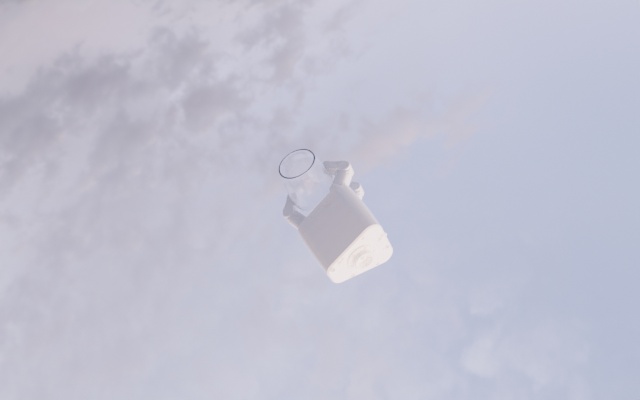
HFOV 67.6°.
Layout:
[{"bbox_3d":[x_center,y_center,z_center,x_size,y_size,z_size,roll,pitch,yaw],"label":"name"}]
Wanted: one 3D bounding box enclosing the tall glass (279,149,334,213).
[{"bbox_3d":[0.000,0.003,0.811,0.079,0.079,0.201,0,-38,29],"label":"tall glass"}]
